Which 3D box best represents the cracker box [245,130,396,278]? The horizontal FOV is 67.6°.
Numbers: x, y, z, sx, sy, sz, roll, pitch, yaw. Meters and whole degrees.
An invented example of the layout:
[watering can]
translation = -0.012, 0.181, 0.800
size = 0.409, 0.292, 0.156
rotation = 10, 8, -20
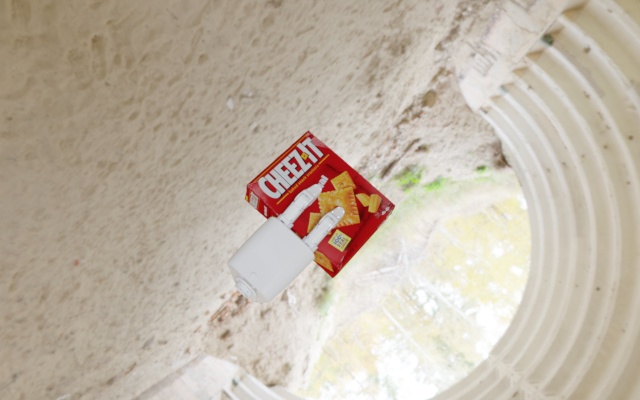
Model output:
[cracker box]
translation = 0.000, 0.003, 0.842
size = 0.164, 0.213, 0.072
rotation = -45, -8, -24
